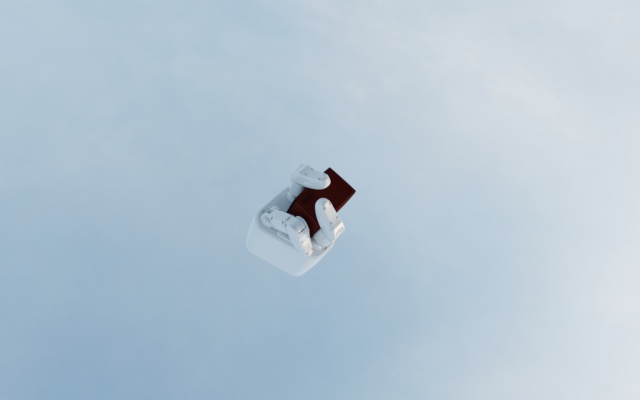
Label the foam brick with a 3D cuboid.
[{"bbox_3d":[0.000,0.002,0.666,0.078,0.053,0.051,-43,-6,-30],"label":"foam brick"}]
